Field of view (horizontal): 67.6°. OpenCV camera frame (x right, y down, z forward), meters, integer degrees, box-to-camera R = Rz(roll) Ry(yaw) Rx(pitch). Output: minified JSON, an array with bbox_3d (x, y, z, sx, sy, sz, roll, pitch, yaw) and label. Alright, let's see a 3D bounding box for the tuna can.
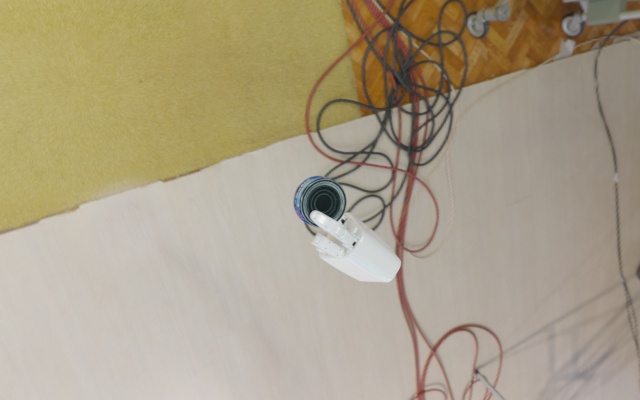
[{"bbox_3d":[0.000,0.003,0.799,0.086,0.086,0.033,0,9,-22],"label":"tuna can"}]
